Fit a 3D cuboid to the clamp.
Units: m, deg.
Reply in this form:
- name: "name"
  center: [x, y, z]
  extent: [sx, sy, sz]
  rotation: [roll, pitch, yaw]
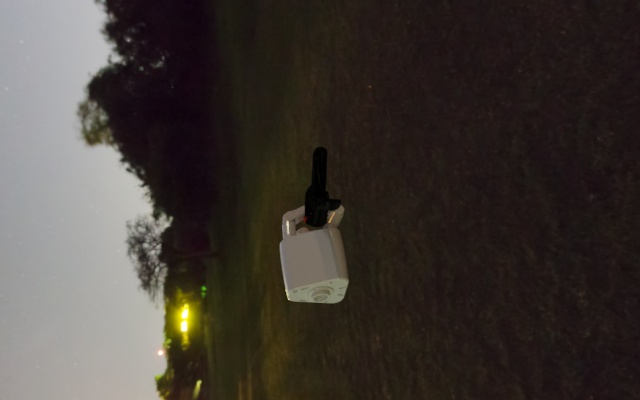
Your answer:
- name: "clamp"
  center: [-0.001, 0.003, 0.848]
  extent: [0.039, 0.120, 0.172]
  rotation: [-2, -39, -10]
